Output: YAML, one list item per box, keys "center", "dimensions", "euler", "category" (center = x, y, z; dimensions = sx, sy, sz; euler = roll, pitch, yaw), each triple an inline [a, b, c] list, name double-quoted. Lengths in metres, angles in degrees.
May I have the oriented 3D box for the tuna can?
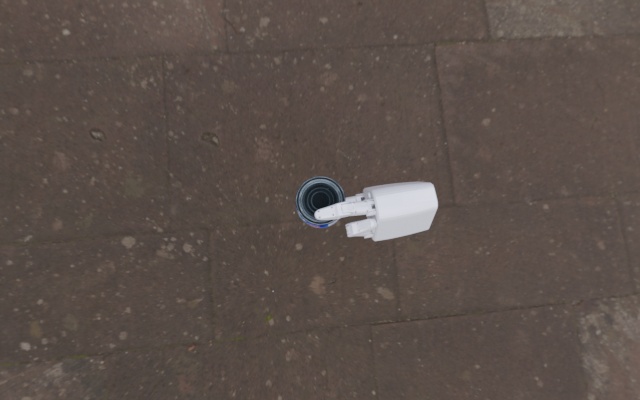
- center: [0.000, 0.003, 0.814]
  dimensions: [0.086, 0.086, 0.034]
  euler: [0, -10, 0]
  category: "tuna can"
